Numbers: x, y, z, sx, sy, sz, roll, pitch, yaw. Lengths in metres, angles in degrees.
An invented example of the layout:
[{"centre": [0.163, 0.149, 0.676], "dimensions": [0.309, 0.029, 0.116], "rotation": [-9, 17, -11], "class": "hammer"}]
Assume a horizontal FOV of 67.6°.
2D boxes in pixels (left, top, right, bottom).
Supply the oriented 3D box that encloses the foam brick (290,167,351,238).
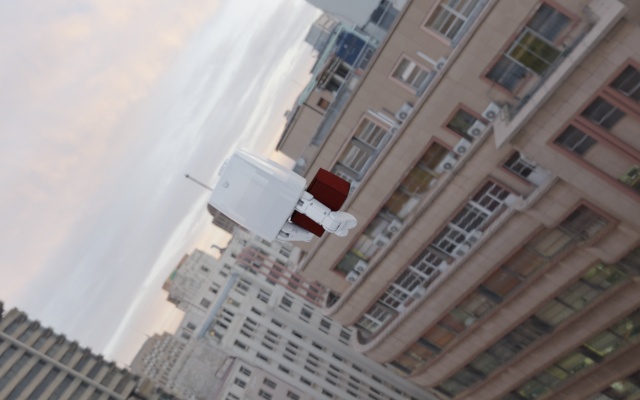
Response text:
[{"centre": [0.000, 0.002, 0.679], "dimensions": [0.051, 0.078, 0.053], "rotation": [31, 22, -5], "class": "foam brick"}]
